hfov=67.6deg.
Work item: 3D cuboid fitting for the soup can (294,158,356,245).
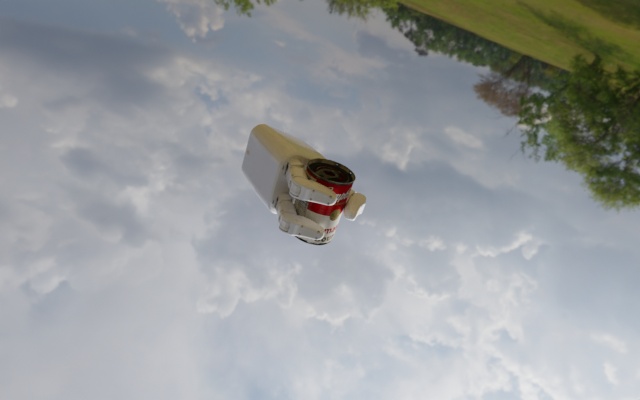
[{"bbox_3d":[0.000,0.003,0.661,0.068,0.102,0.068,15,27,-8],"label":"soup can"}]
